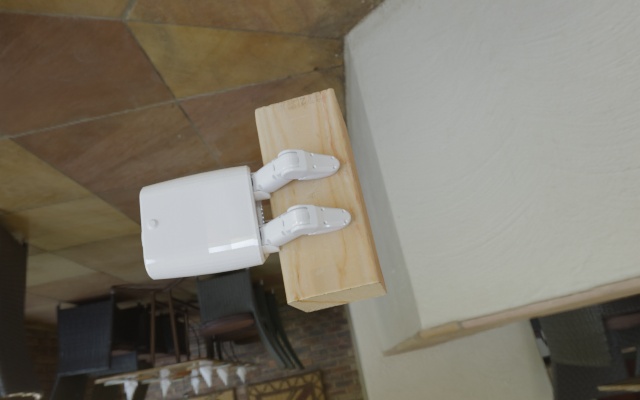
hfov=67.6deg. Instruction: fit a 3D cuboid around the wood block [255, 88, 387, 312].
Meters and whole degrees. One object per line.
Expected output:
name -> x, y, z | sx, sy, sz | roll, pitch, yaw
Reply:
wood block -> 0.000, 0.002, 0.502 | 0.090, 0.206, 0.091 | -14, -20, 6
